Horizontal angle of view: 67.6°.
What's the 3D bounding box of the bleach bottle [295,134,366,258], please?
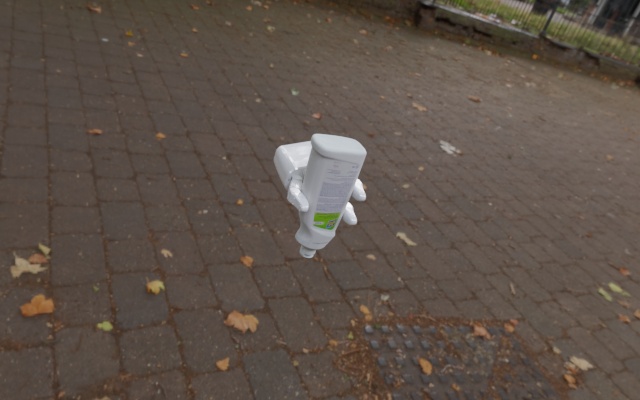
[{"bbox_3d":[0.000,0.003,0.899,0.102,0.251,0.068,4,32,-26],"label":"bleach bottle"}]
